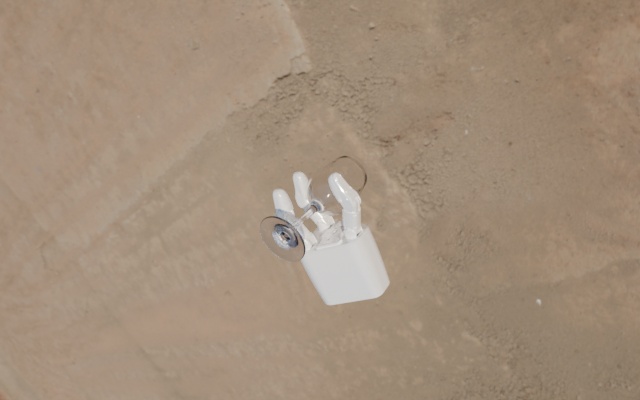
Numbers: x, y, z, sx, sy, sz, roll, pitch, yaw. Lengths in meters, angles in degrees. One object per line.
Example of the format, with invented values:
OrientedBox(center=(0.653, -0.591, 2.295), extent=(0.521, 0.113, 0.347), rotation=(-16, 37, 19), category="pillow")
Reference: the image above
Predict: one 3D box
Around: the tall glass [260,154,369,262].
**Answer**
OrientedBox(center=(0.000, 0.003, 0.708), extent=(0.079, 0.079, 0.201), rotation=(0, 31, 38), category="tall glass")
